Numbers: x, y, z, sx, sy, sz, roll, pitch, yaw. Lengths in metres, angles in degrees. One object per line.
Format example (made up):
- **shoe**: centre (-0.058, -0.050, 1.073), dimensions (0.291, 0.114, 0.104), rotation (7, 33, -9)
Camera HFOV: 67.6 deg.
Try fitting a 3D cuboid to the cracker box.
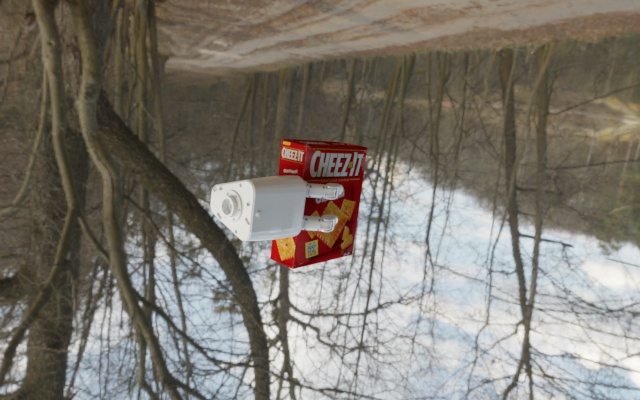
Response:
- **cracker box**: centre (0.000, 0.003, 0.858), dimensions (0.072, 0.214, 0.164), rotation (17, 15, 41)
